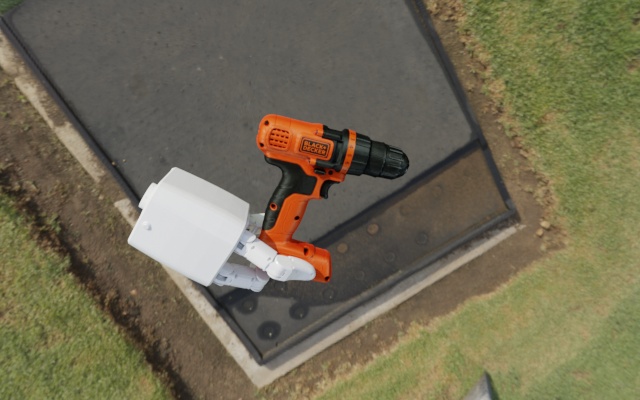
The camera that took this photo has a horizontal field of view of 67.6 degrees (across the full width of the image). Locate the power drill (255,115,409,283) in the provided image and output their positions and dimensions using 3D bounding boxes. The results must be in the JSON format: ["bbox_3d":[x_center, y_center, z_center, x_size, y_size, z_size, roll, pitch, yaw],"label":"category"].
[{"bbox_3d":[0.000,0.002,0.583,0.184,0.188,0.057,13,13,-7],"label":"power drill"}]
